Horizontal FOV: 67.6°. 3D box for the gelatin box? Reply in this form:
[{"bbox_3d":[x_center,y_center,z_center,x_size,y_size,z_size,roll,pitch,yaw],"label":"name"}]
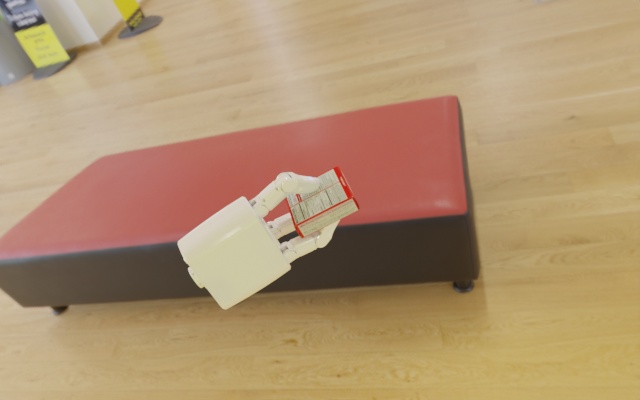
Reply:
[{"bbox_3d":[0.000,0.002,0.649,0.089,0.030,0.073,-28,40,4],"label":"gelatin box"}]
